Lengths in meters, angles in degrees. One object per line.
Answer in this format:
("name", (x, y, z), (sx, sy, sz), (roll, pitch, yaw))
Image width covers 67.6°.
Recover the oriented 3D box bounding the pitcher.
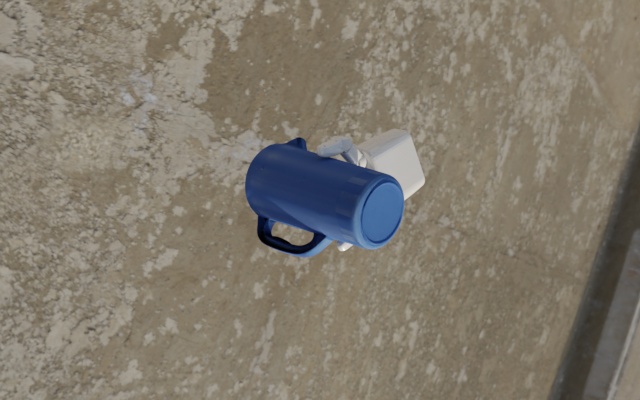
("pitcher", (0.000, 0.002, 0.735), (0.145, 0.149, 0.243), (-30, 32, -35))
